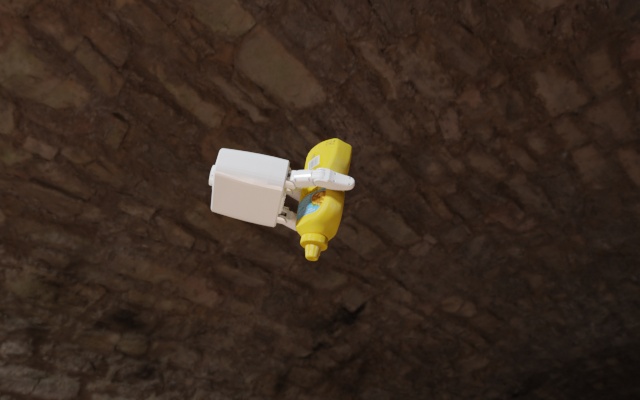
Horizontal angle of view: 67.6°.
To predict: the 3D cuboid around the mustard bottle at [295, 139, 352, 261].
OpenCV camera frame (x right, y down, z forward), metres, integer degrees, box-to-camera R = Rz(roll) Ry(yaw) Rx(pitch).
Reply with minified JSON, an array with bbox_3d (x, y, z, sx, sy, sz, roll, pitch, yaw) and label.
[{"bbox_3d":[0.000,0.002,0.748,0.058,0.191,0.096,26,-32,-27],"label":"mustard bottle"}]
